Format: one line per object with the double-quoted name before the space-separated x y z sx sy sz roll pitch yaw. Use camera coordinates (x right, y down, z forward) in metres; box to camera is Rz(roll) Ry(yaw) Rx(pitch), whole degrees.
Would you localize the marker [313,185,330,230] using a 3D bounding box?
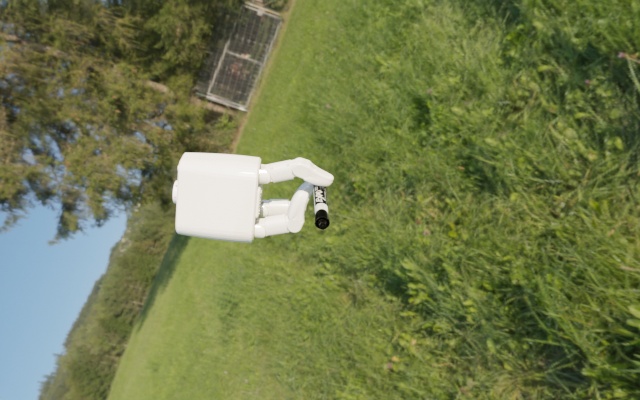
"marker" 0.000 0.002 0.633 0.020 0.020 0.121 0 28 -2
